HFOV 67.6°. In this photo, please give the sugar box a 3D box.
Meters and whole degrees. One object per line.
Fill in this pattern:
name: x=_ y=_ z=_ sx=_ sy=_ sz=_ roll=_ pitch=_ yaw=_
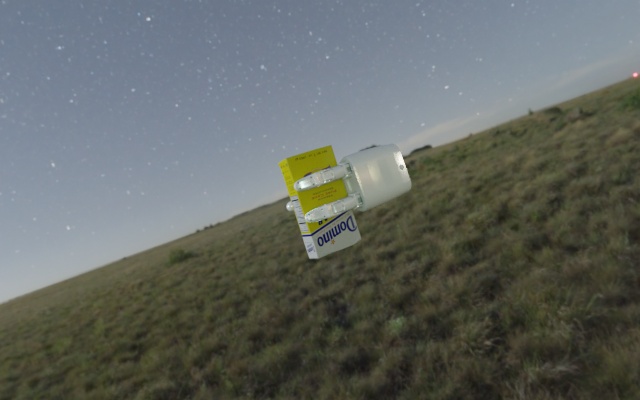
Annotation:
sugar box: x=0.000 y=0.002 z=0.819 sx=0.093 sy=0.176 sz=0.048 roll=-20 pitch=1 yaw=-26
